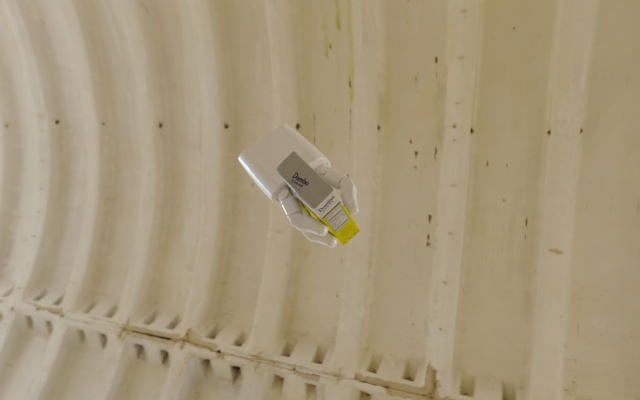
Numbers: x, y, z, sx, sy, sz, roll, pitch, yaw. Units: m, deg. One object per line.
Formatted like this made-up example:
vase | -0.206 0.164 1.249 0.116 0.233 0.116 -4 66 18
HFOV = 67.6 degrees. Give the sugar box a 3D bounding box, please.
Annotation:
sugar box | 0.000 0.003 0.735 0.093 0.048 0.176 45 -1 28
